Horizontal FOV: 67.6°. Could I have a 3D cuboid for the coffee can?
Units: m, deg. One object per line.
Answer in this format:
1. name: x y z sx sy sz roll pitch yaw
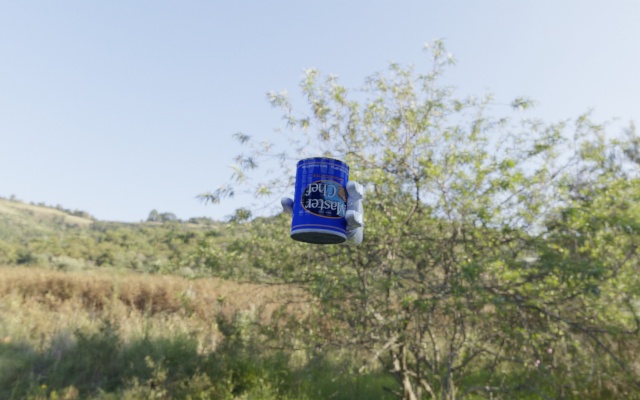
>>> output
1. coffee can: 0.000 0.003 0.885 0.103 0.140 0.103 4 -16 1
